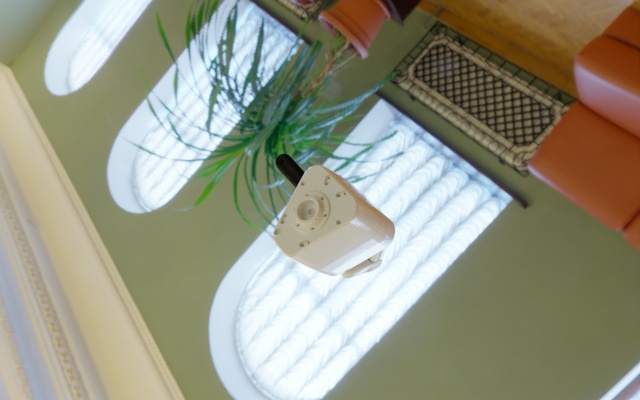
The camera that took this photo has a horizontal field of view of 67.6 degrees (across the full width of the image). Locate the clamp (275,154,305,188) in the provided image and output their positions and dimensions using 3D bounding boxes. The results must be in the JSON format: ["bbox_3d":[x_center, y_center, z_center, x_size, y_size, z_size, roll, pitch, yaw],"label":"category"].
[{"bbox_3d":[0.000,0.003,0.682,0.171,0.039,0.120,46,7,34],"label":"clamp"}]
